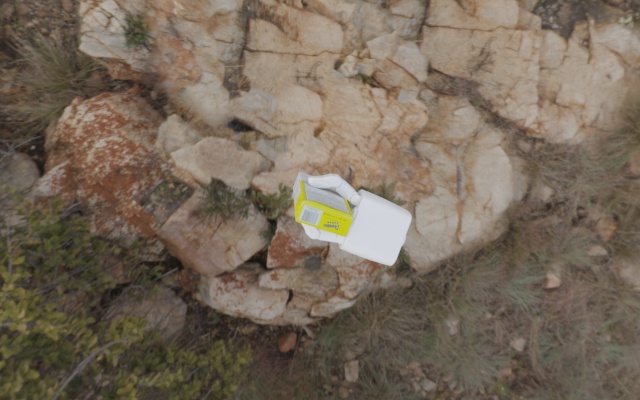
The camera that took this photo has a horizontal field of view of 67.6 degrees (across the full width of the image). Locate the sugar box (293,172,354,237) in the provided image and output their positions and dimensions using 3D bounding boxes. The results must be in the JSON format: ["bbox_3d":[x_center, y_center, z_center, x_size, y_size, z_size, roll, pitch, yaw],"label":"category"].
[{"bbox_3d":[0.000,0.003,0.869,0.093,0.048,0.176,20,14,-10],"label":"sugar box"}]
